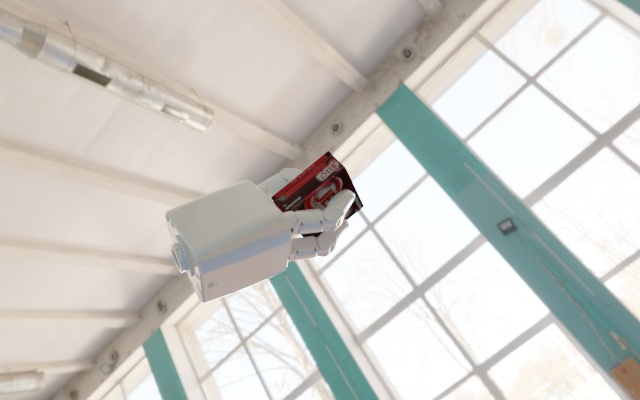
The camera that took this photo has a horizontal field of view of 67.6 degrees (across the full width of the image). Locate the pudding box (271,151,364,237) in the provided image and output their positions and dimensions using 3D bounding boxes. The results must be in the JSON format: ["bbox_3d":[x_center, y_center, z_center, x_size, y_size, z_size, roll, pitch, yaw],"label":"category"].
[{"bbox_3d":[0.000,0.002,0.593,0.090,0.039,0.113,-39,-28,-2],"label":"pudding box"}]
